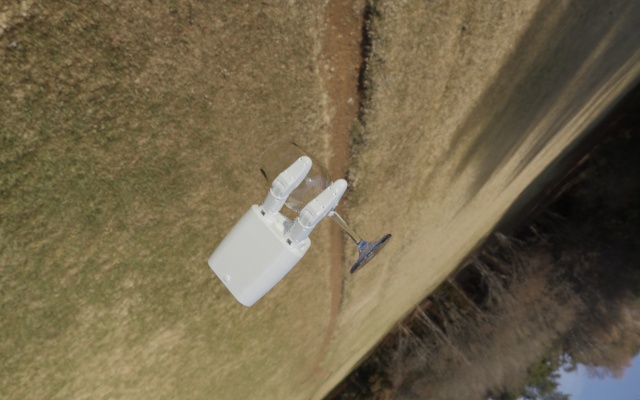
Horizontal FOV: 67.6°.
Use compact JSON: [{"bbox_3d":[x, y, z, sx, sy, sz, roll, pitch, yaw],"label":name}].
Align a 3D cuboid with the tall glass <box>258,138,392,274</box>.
[{"bbox_3d":[0.001,0.003,0.653,0.201,0.079,0.079,46,17,17],"label":"tall glass"}]
